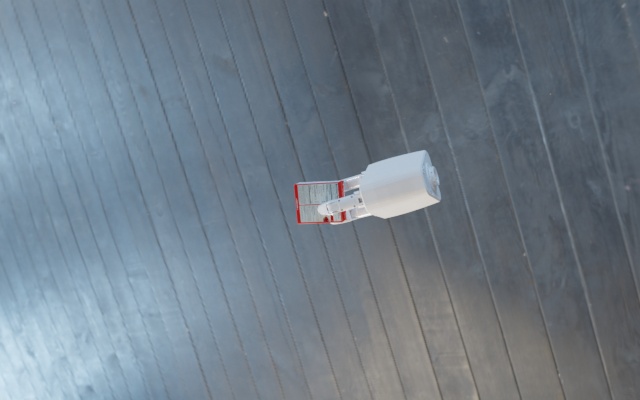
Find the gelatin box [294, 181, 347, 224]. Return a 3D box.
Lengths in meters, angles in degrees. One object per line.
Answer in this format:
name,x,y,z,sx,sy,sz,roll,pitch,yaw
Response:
gelatin box,0.000,0.003,0.856,0.089,0.073,0.030,-3,9,18
